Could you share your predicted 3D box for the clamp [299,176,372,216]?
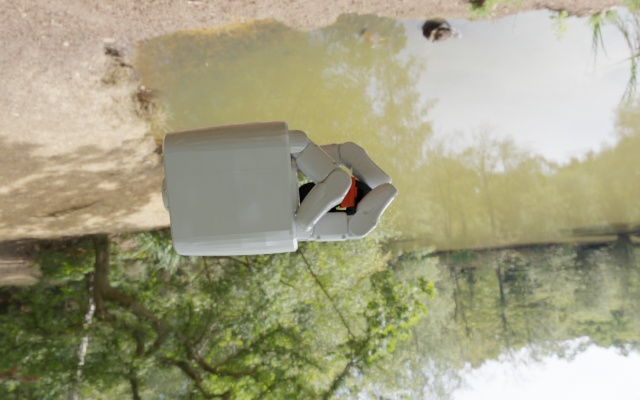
[{"bbox_3d":[0.000,0.002,0.507,0.120,0.039,0.171,-4,-10,-2],"label":"clamp"}]
